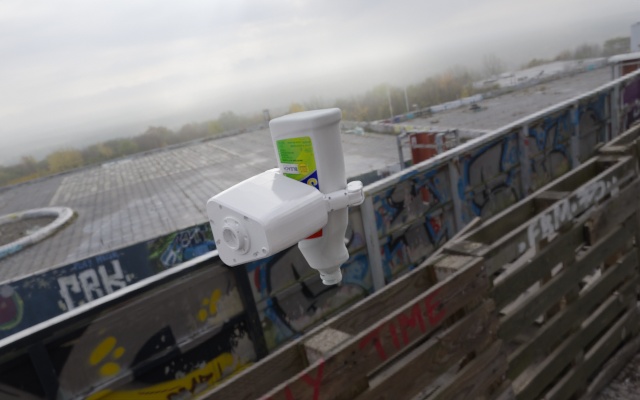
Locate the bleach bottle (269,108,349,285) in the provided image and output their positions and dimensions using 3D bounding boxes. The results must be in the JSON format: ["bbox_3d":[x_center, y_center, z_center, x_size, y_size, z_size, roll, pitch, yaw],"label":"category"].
[{"bbox_3d":[0.000,0.002,0.676,0.102,0.251,0.068,2,21,40],"label":"bleach bottle"}]
